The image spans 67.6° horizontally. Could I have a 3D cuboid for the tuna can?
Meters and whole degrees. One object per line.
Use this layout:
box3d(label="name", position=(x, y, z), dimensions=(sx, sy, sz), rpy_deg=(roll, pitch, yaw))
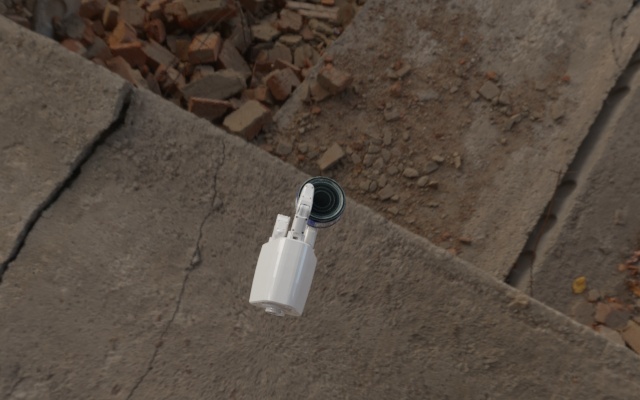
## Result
box3d(label="tuna can", position=(0.000, 0.002, 0.824), dimensions=(0.086, 0.086, 0.034), rpy_deg=(0, -22, -8))
